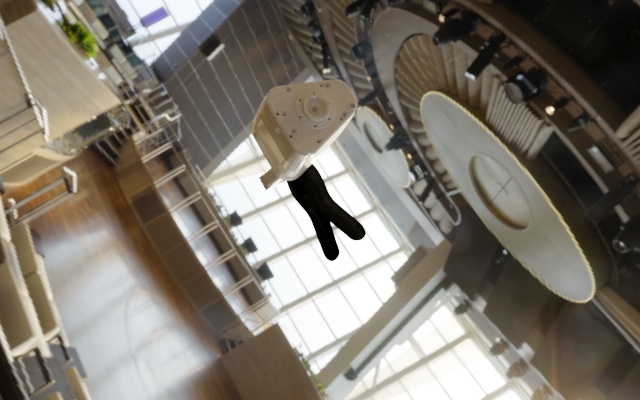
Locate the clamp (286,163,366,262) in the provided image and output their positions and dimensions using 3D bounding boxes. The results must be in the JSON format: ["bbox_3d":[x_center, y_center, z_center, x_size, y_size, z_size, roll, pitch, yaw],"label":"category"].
[{"bbox_3d":[0.000,0.002,0.669,0.039,0.171,0.120,-31,0,-33],"label":"clamp"}]
